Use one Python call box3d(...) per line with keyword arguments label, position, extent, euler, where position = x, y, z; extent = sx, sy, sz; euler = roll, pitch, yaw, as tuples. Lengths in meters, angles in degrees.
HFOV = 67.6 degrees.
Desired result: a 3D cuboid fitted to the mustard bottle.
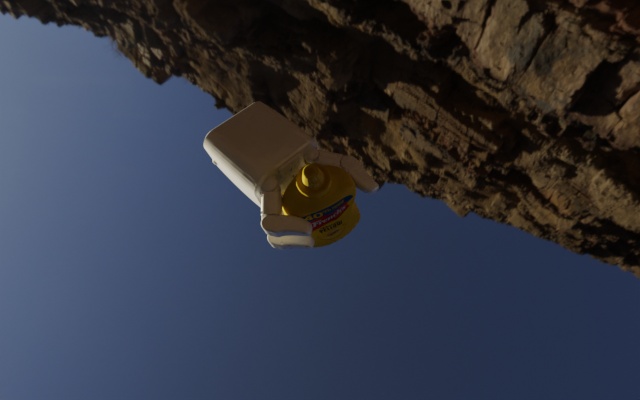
box3d(label="mustard bottle", position=(0.000, 0.002, 0.615), extent=(0.096, 0.058, 0.192), euler=(-24, -23, -3))
